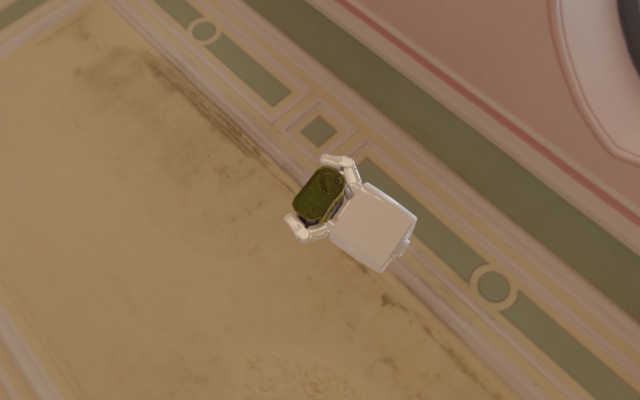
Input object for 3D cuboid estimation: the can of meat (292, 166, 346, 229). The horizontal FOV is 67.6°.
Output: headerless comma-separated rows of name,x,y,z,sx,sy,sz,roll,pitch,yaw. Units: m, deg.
can of meat,0.000,0.003,0.841,0.057,0.102,0.084,32,-18,16
